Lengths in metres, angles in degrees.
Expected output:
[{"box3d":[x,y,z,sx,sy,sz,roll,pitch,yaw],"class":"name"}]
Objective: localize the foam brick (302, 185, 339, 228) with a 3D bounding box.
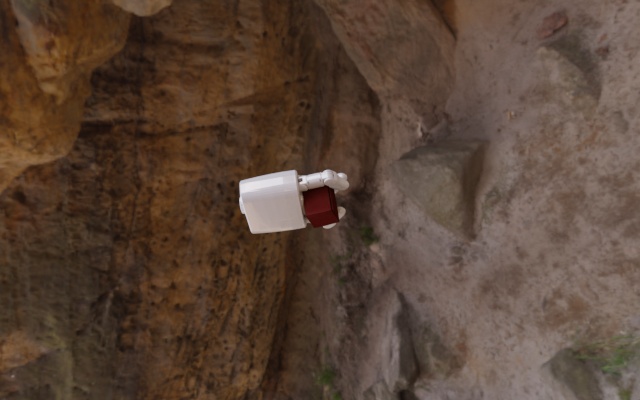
[{"box3d":[0.000,0.003,0.882,0.051,0.078,0.053,-15,-32,10],"class":"foam brick"}]
